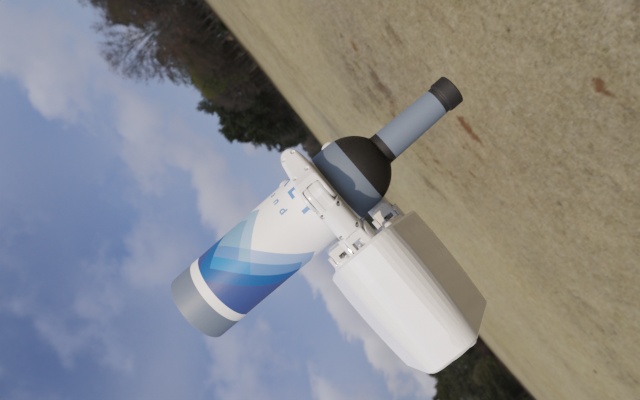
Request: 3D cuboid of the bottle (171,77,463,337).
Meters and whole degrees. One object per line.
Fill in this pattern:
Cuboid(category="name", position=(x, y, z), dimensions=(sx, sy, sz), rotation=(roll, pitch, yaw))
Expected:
Cuboid(category="bottle", position=(0.000, 0.001, 0.417), dimensions=(0.296, 0.069, 0.069), rotation=(-41, -5, 6))
